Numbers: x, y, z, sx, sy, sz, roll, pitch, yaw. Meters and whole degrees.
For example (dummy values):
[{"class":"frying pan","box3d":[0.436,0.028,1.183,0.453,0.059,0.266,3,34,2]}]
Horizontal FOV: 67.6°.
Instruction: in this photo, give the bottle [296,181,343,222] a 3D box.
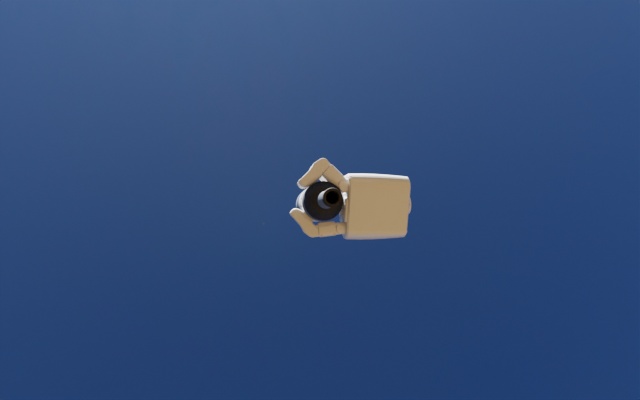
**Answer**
[{"class":"bottle","box3d":[0.000,0.003,0.822,0.069,0.069,0.296,0,-3,-7]}]
